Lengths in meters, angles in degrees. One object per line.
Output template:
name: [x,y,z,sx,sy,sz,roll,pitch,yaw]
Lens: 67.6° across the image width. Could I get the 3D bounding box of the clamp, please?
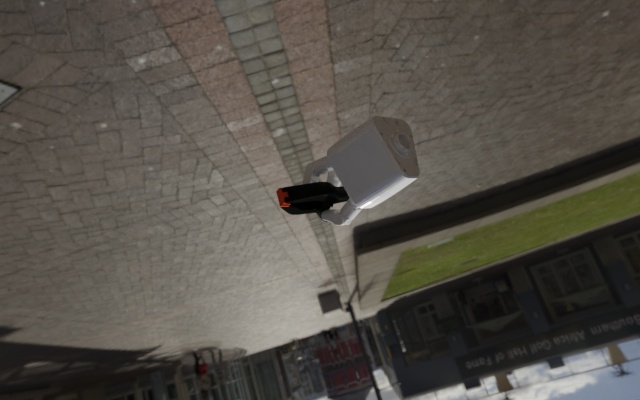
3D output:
clamp: [0.000,0.003,0.828,0.210,0.036,0.165,-1,-23,-42]
